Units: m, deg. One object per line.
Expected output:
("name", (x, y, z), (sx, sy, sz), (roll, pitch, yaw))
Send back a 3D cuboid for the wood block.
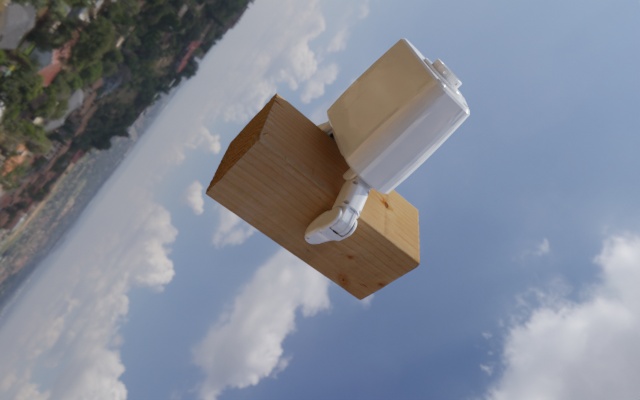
("wood block", (0.000, 0.002, 0.496), (0.206, 0.090, 0.090), (37, -54, -20))
